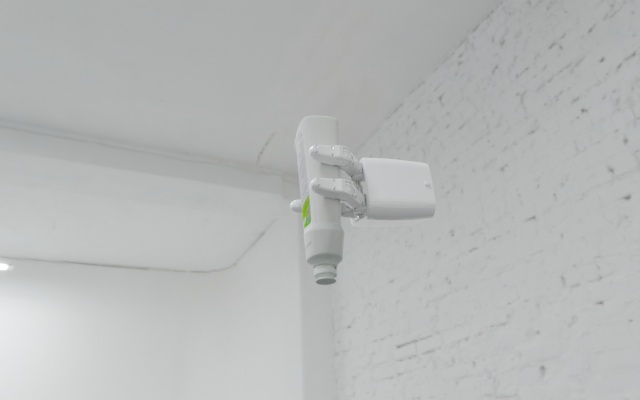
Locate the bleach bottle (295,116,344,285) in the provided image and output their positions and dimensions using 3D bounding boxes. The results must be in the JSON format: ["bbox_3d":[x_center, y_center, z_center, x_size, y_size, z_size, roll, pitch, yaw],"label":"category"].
[{"bbox_3d":[0.000,0.002,0.704,0.068,0.250,0.103,1,-28,-8],"label":"bleach bottle"}]
